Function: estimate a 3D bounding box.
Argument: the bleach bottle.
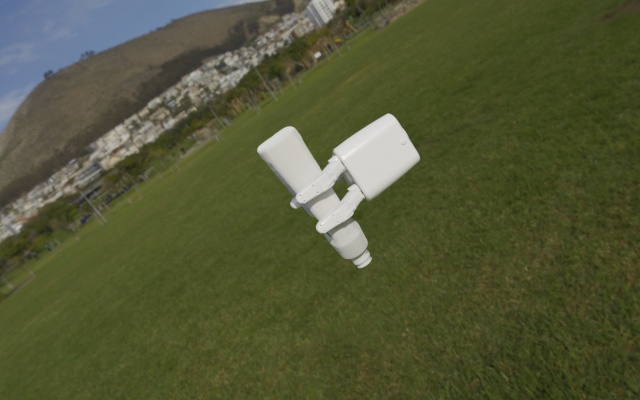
[{"bbox_3d":[0.000,0.003,0.764,0.068,0.251,0.102,-37,15,-4],"label":"bleach bottle"}]
